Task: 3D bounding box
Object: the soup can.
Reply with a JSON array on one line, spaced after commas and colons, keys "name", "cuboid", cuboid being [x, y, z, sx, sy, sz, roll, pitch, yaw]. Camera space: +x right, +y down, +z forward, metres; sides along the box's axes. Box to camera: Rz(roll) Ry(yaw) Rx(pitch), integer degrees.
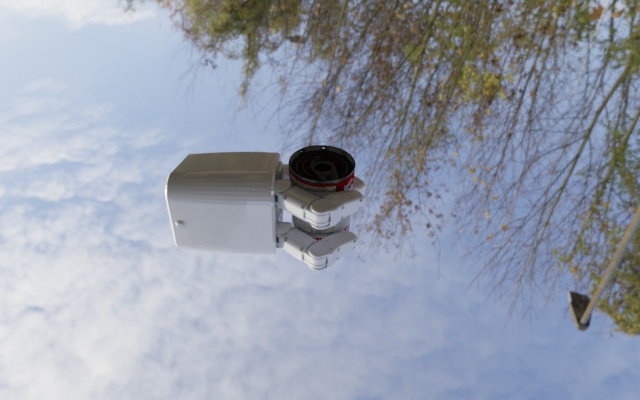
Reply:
[{"name": "soup can", "cuboid": [0.001, 0.002, 0.512, 0.068, 0.102, 0.068, 1, 37, -1]}]
